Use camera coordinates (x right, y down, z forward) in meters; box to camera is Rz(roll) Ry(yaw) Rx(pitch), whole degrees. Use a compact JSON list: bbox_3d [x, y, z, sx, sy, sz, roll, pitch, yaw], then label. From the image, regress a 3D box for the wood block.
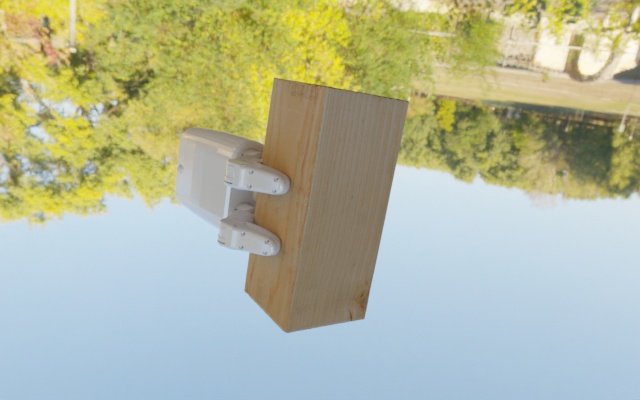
[{"bbox_3d":[0.000,0.001,0.438,0.091,0.206,0.090,0,17,-35],"label":"wood block"}]
